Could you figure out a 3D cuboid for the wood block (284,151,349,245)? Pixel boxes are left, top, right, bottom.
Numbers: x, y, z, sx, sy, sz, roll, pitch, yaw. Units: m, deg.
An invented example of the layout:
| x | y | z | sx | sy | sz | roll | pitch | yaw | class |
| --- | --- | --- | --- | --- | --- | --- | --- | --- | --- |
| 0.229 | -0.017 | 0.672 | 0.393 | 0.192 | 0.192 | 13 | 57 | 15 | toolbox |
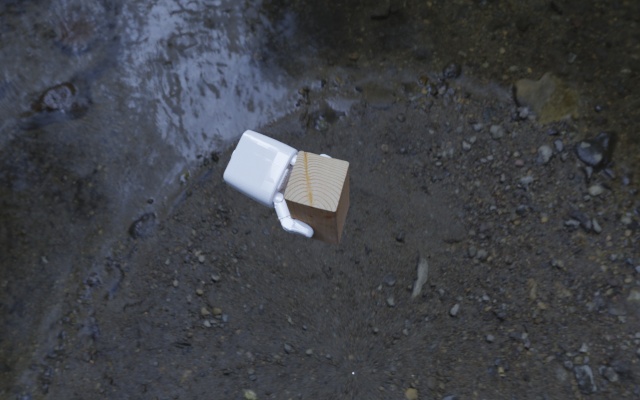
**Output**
| x | y | z | sx | sy | sz | roll | pitch | yaw | class |
| --- | --- | --- | --- | --- | --- | --- | --- | --- | --- |
| 0.000 | 0.003 | 0.866 | 0.090 | 0.090 | 0.206 | 14 | -18 | 9 | wood block |
